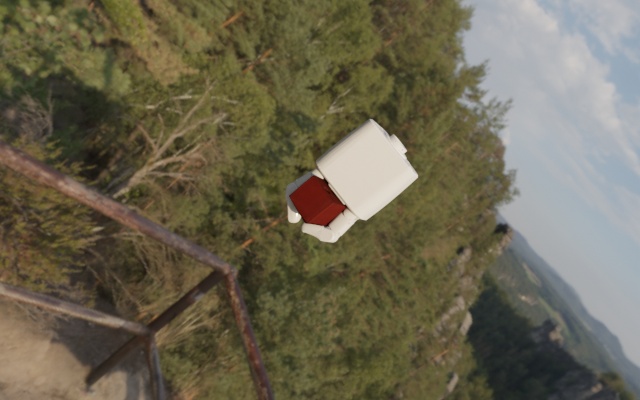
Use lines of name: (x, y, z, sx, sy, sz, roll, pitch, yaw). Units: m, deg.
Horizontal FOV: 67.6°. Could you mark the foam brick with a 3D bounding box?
foam brick: (0.000, 0.002, 0.713, 0.051, 0.053, 0.078, -39, -20, 15)
